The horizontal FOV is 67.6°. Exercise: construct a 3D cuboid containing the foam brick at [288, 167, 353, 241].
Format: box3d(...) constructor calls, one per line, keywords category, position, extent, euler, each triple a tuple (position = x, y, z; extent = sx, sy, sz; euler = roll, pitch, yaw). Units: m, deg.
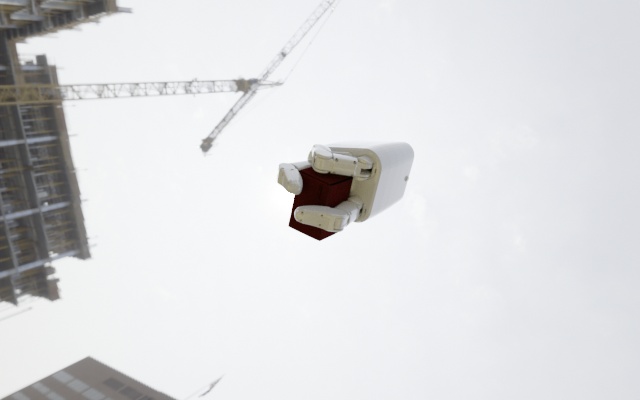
box3d(category="foam brick", position=(0.000, 0.002, 0.598), extent=(0.053, 0.078, 0.051), euler=(25, 27, 29))
